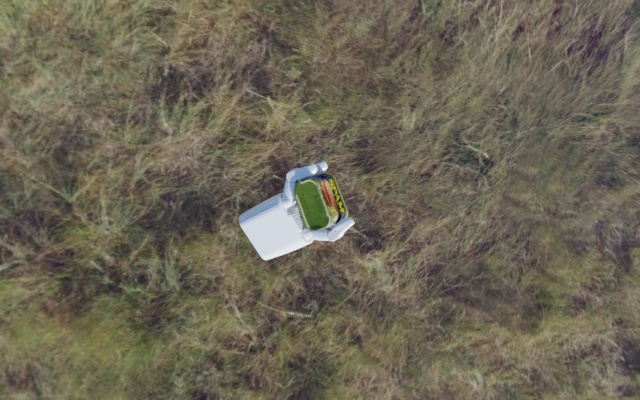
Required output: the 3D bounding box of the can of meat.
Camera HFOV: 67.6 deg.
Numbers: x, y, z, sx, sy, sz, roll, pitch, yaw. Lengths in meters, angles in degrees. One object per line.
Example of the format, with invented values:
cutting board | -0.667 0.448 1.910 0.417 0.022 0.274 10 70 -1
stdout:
can of meat | 0.000 0.003 0.898 0.057 0.102 0.084 -21 -1 25
